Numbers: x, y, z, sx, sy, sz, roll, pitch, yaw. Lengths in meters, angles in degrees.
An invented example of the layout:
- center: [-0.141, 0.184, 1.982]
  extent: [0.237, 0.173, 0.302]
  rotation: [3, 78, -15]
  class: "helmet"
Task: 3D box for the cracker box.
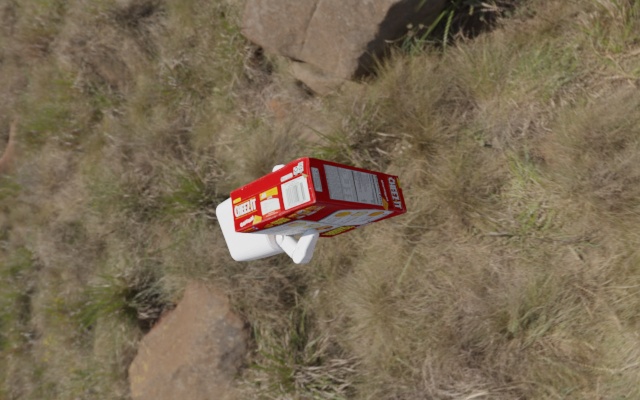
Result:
- center: [0.000, 0.003, 0.719]
  extent: [0.164, 0.072, 0.214]
  rotation: [-21, -18, 39]
  class: "cracker box"
